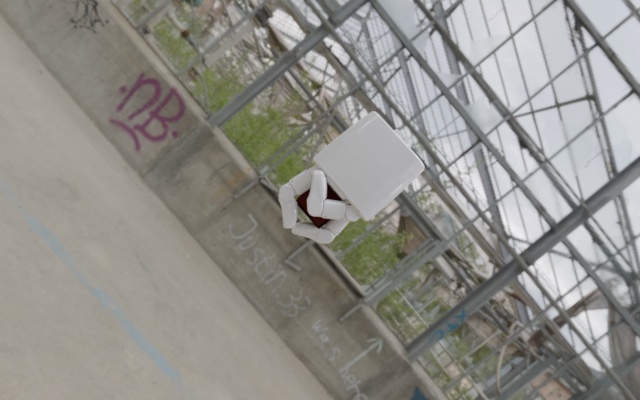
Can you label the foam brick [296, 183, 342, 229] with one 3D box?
[{"bbox_3d":[0.000,0.002,0.687,0.051,0.053,0.078,-41,4,1],"label":"foam brick"}]
